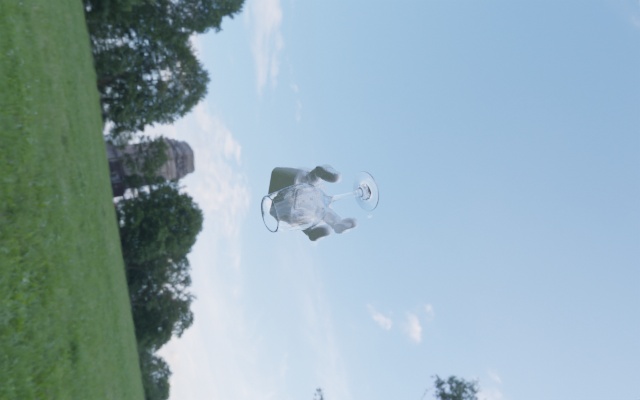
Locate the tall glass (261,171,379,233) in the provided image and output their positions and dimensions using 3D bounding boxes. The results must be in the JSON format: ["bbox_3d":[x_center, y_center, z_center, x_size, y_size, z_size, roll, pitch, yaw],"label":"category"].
[{"bbox_3d":[0.001,0.003,0.824,0.201,0.079,0.079,-13,7,-31],"label":"tall glass"}]
